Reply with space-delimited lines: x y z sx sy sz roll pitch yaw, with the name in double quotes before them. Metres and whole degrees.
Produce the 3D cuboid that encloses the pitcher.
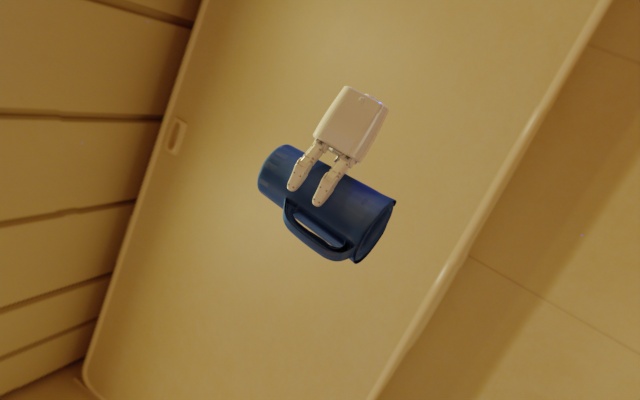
"pitcher" 0.000 0.003 0.865 0.243 0.145 0.149 32 2 18
